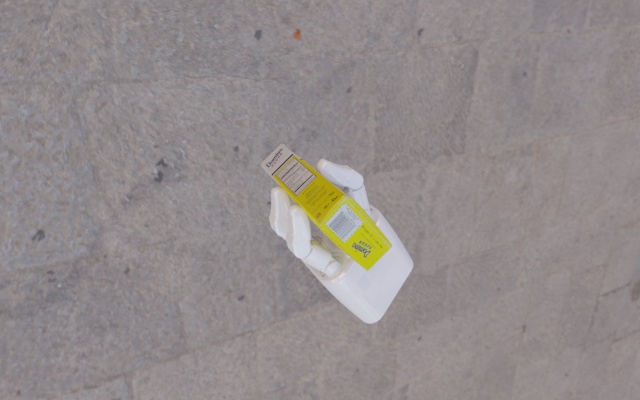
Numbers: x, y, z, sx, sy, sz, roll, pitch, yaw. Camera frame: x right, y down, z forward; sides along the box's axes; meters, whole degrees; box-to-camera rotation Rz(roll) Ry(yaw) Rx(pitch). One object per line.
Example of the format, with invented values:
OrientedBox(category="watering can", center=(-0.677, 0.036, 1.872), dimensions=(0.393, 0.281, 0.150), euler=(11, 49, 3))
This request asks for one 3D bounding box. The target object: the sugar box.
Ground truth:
OrientedBox(category="sugar box", center=(0.000, 0.002, 0.549), dimensions=(0.093, 0.048, 0.176), euler=(47, -5, -35))
